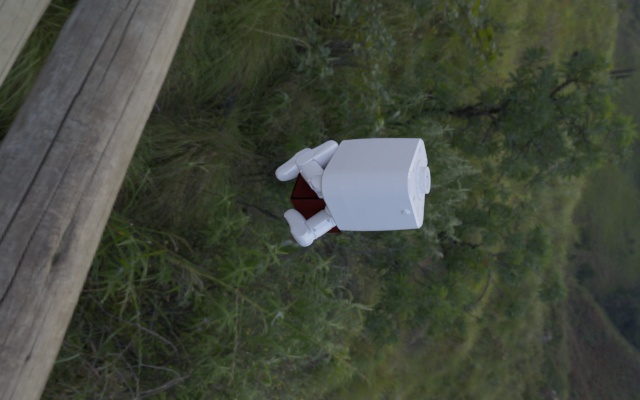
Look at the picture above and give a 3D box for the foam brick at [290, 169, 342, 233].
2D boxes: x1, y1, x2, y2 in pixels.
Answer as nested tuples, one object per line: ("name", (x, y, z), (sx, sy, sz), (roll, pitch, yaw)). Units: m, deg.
("foam brick", (0.000, 0.002, 0.656), (0.051, 0.053, 0.078), (-1, -39, 22))
